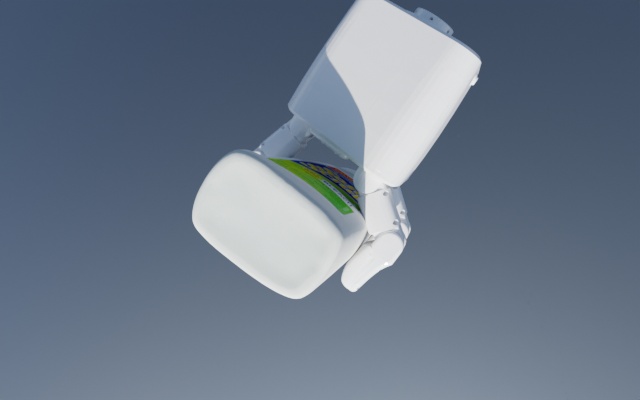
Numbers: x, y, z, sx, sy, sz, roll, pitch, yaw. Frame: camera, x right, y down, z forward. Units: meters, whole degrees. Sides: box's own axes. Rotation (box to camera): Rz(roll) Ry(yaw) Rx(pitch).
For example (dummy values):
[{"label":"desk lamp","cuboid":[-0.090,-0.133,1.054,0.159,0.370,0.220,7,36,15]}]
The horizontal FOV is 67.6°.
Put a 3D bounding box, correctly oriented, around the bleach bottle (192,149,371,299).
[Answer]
[{"label":"bleach bottle","cuboid":[0.000,0.001,0.411,0.102,0.068,0.251,37,15,8]}]
